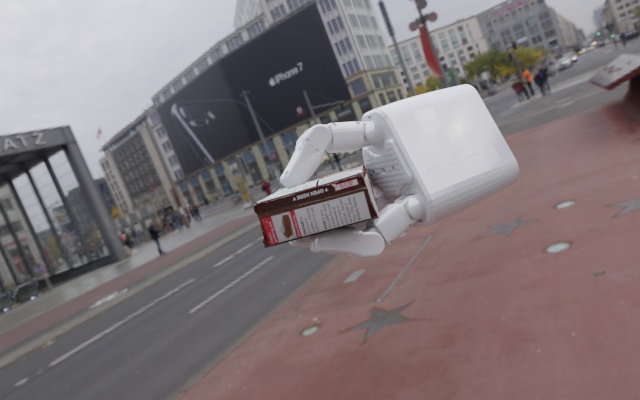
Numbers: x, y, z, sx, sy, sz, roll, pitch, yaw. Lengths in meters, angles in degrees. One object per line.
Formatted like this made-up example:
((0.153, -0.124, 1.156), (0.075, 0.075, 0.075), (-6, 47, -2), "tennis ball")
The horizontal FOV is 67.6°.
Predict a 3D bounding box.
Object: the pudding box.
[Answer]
((0.000, 0.001, 0.405), (0.090, 0.039, 0.113), (-16, 4, 7), "pudding box")
